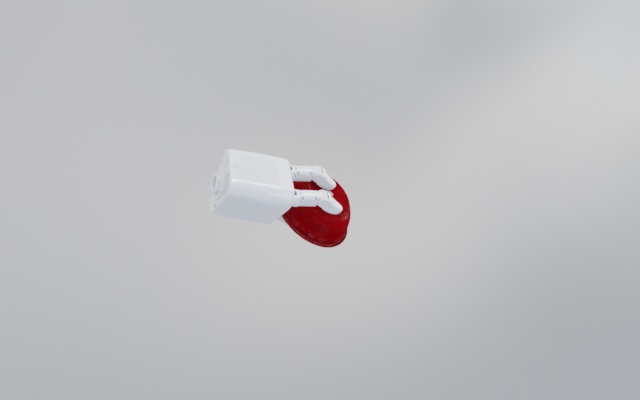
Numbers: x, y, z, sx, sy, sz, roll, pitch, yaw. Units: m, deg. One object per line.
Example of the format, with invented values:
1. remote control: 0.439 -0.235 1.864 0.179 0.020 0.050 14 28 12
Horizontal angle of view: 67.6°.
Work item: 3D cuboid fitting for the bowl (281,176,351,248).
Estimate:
1. bowl: 0.001 0.003 0.860 0.162 0.162 0.055 0 -35 -46
